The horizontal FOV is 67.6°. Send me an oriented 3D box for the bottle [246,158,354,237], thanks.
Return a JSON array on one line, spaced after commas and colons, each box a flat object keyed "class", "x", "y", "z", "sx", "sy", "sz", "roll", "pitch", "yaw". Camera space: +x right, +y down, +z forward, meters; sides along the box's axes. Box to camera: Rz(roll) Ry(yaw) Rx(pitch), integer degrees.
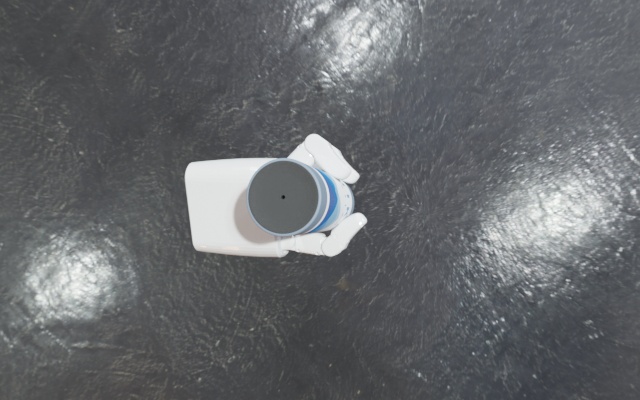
[{"class": "bottle", "x": 0.000, "y": 0.002, "z": 0.543, "sx": 0.069, "sy": 0.069, "sz": 0.296, "roll": 0, "pitch": -2, "yaw": 12}]
